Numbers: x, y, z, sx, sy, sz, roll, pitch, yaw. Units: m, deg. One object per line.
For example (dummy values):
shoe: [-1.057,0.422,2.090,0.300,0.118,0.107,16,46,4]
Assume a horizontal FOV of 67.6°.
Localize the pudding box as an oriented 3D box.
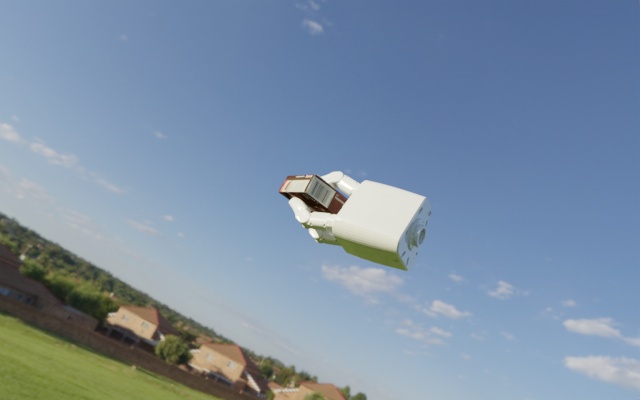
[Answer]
pudding box: [0.000,0.002,0.777,0.113,0.039,0.090,39,-20,-27]
